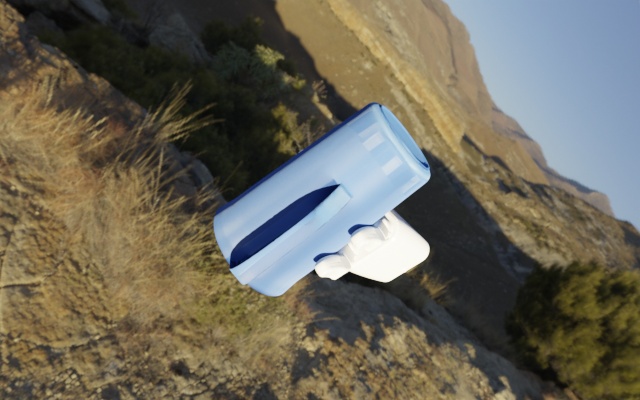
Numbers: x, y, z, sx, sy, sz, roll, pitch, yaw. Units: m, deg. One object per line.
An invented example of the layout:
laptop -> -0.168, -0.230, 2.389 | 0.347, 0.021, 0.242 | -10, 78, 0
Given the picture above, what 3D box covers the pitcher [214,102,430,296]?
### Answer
pitcher -> 0.000, 0.002, 0.555 | 0.243, 0.149, 0.145 | -37, -38, 20
